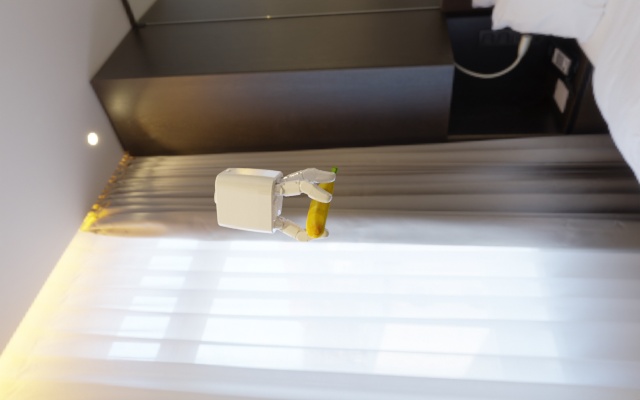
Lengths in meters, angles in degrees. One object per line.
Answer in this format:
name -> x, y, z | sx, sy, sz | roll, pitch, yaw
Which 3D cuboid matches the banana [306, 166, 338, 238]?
banana -> -0.002, 0.015, 0.881 | 0.037, 0.070, 0.197 | 13, 39, 1
